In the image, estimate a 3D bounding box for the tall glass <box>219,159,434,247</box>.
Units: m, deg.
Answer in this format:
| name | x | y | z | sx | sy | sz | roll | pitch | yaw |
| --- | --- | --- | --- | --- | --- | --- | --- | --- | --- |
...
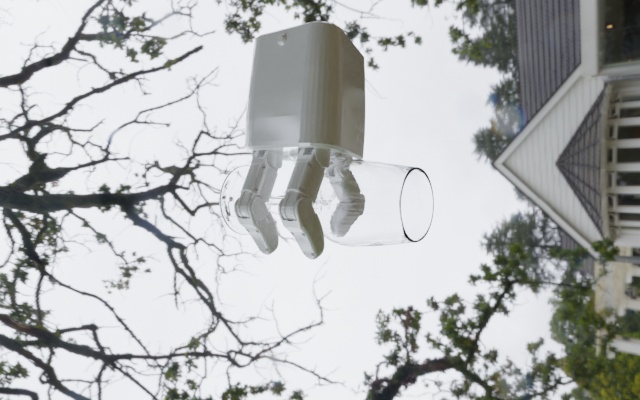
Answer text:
| name | x | y | z | sx | sy | sz | roll | pitch | yaw |
| --- | --- | --- | --- | --- | --- | --- | --- | --- | --- |
| tall glass | 0.000 | 0.002 | 0.447 | 0.201 | 0.079 | 0.079 | 2 | 1 | 37 |
